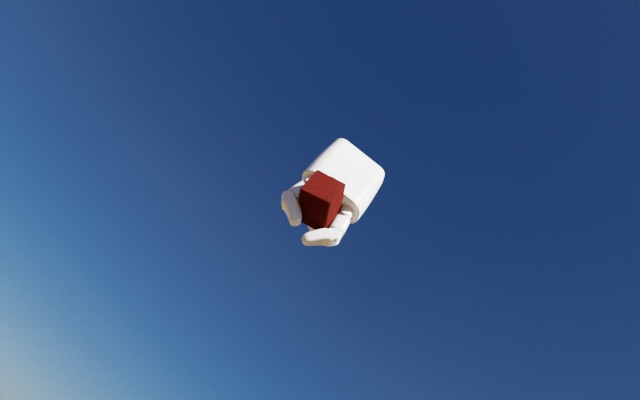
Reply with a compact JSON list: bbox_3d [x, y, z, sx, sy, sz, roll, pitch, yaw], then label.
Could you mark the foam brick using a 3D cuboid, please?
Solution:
[{"bbox_3d":[0.000,0.002,0.739,0.053,0.078,0.051,29,53,15],"label":"foam brick"}]
